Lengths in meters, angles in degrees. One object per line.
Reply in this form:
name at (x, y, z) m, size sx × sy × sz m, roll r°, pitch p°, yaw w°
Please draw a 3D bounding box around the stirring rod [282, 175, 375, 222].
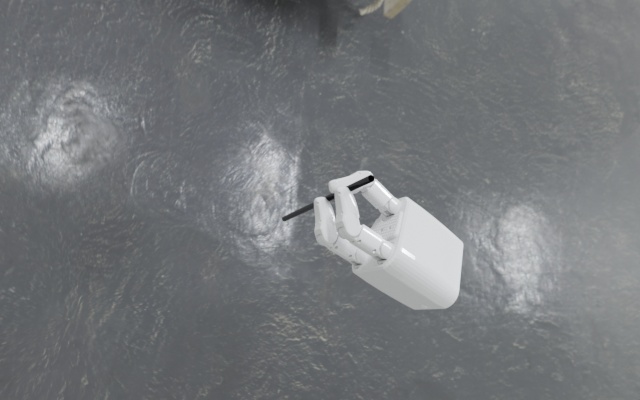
stirring rod at (0.000, 0.002, 0.618) m, size 0.011 × 0.011 × 0.239 m, roll 0°, pitch -12°, yaw -28°
